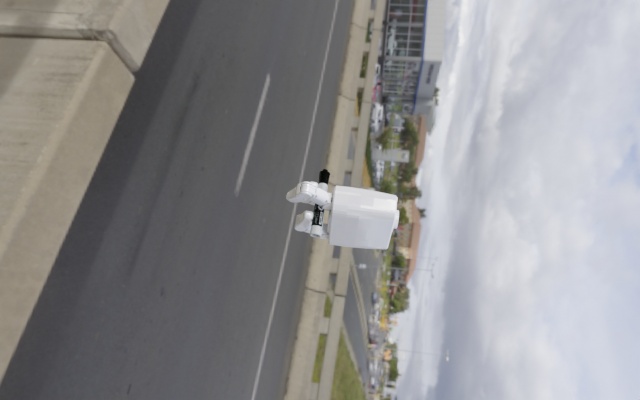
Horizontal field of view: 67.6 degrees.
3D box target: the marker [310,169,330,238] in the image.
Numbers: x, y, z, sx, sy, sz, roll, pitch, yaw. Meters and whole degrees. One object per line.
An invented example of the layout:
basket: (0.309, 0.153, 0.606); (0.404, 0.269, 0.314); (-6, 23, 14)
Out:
marker: (0.000, 0.003, 0.801); (0.020, 0.121, 0.020); (7, -23, 3)
